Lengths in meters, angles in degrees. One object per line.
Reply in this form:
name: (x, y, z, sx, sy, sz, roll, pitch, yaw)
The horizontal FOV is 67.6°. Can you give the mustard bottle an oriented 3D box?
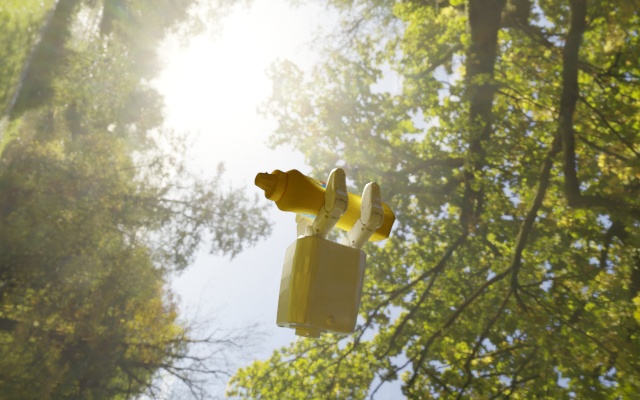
mustard bottle: (0.000, 0.002, 0.638, 0.192, 0.058, 0.096, 19, 3, -28)
